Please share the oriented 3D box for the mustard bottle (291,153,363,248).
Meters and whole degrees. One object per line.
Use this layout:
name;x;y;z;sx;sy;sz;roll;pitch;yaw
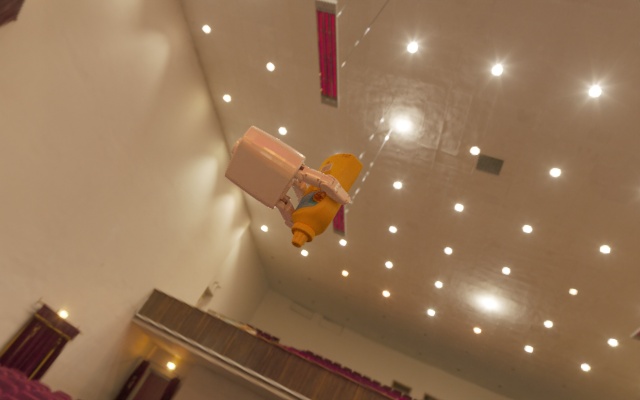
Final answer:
mustard bottle;0.001;0.003;0.843;0.058;0.191;0.096;46;-34;-23
